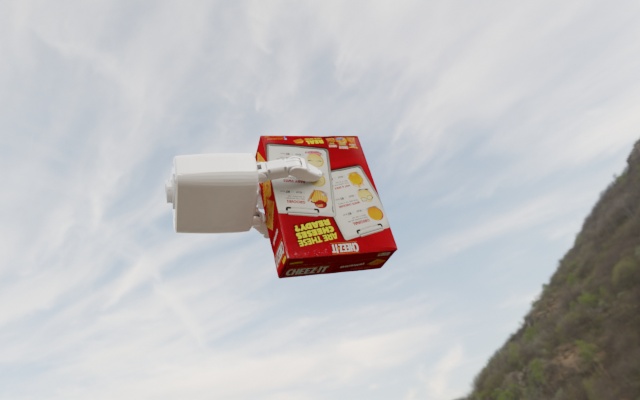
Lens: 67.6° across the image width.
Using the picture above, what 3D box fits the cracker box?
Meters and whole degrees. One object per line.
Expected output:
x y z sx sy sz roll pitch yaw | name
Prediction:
0.000 0.002 0.715 0.164 0.213 0.072 -3 -33 -20 | cracker box
